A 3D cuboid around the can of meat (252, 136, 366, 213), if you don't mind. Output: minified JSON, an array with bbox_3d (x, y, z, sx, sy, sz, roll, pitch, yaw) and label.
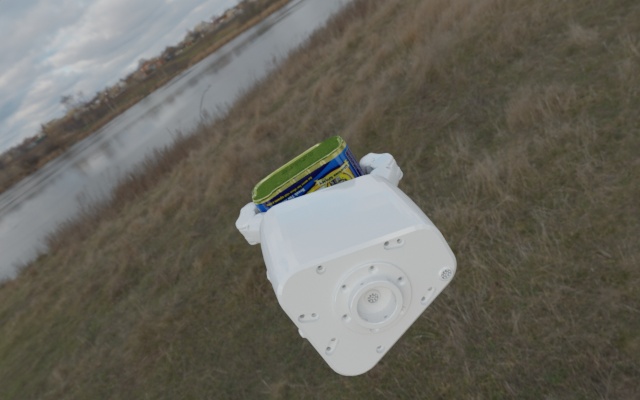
[{"bbox_3d":[0.000,0.001,0.437,0.102,0.084,0.057,-33,21,4],"label":"can of meat"}]
